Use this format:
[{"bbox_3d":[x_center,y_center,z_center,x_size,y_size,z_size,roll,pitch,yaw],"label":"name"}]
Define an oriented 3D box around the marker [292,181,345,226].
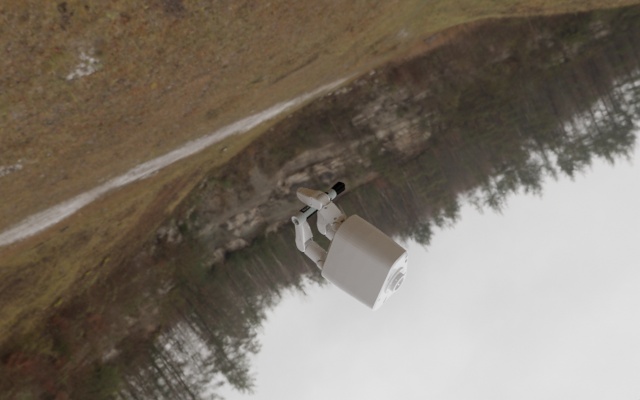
[{"bbox_3d":[0.000,0.003,0.790,0.121,0.020,0.020,-37,23,-35],"label":"marker"}]
